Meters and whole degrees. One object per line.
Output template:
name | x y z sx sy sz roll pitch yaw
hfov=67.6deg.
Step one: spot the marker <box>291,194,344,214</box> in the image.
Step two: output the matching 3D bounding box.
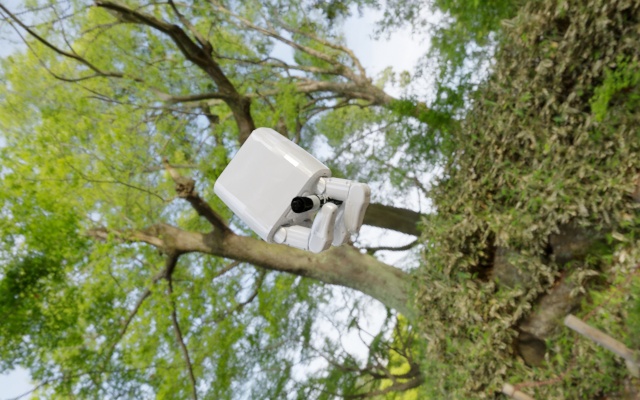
marker | 0.000 0.002 0.561 0.020 0.020 0.121 0 3 27
